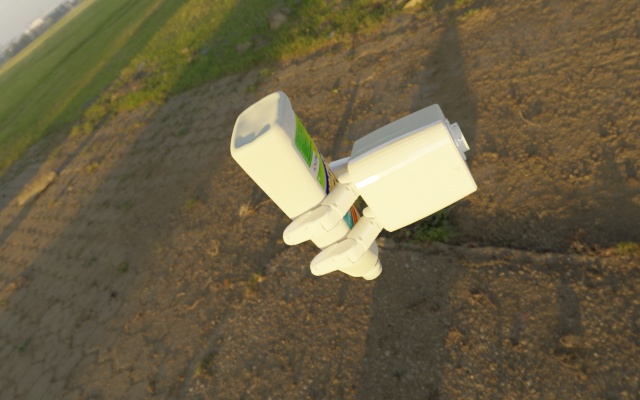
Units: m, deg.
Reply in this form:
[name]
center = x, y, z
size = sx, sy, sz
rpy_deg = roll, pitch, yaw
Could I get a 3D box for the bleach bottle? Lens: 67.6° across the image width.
[bleach bottle]
center = 0.000, 0.002, 0.553
size = 0.068, 0.251, 0.102
rpy_deg = -27, 34, 18
